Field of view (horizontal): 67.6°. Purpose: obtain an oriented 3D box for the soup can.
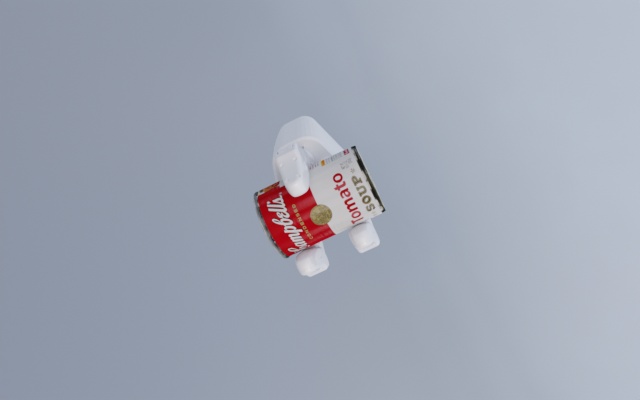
[{"bbox_3d":[0.000,0.001,0.435,0.102,0.068,0.068,-25,-4,7],"label":"soup can"}]
